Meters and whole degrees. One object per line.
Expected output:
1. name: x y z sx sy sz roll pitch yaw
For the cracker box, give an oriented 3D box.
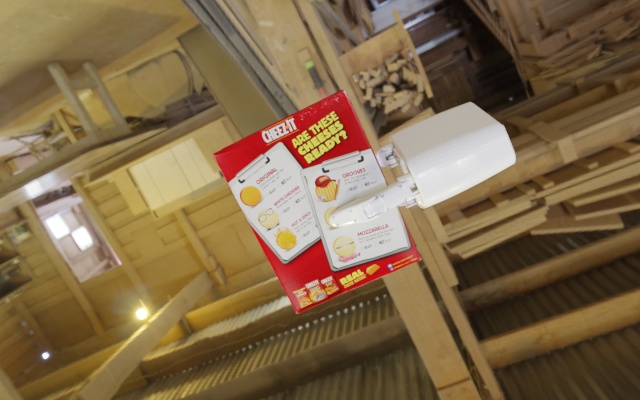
1. cracker box: 0.000 0.002 0.566 0.164 0.214 0.072 -25 11 6
